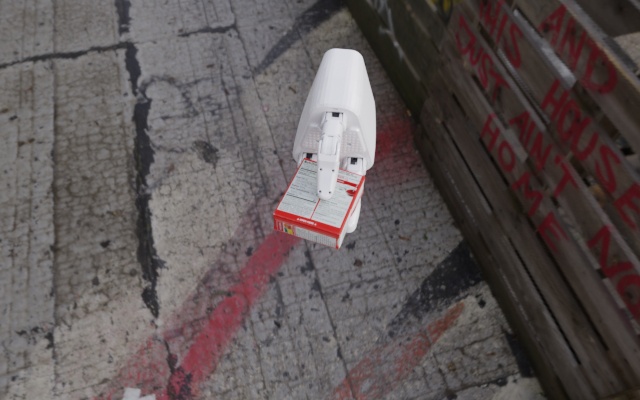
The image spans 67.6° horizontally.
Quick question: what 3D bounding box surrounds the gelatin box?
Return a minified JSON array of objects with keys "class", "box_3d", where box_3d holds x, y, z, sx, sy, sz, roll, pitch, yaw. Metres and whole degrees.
[{"class":"gelatin box","box_3d":[0.000,0.002,0.510,0.073,0.089,0.030,17,-38,12]}]
